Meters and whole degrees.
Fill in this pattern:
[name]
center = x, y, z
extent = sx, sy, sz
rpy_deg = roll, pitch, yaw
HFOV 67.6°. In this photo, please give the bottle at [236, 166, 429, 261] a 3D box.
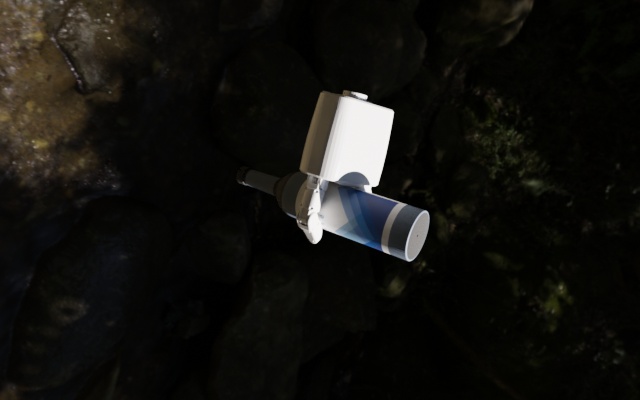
[bottle]
center = 0.000, 0.002, 0.663
extent = 0.295, 0.069, 0.069
rpy_deg = 19, 10, 30
